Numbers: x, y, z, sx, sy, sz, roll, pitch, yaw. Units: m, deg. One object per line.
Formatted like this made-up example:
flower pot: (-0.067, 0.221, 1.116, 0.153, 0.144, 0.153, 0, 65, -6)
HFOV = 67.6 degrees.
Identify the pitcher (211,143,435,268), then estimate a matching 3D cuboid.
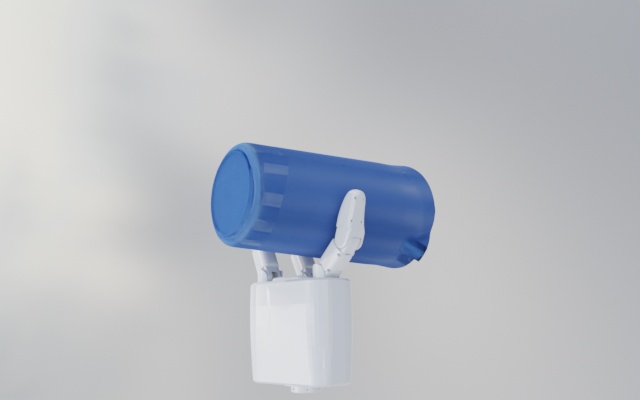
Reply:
pitcher: (0.000, 0.002, 0.558, 0.243, 0.145, 0.149, 9, -15, -36)
